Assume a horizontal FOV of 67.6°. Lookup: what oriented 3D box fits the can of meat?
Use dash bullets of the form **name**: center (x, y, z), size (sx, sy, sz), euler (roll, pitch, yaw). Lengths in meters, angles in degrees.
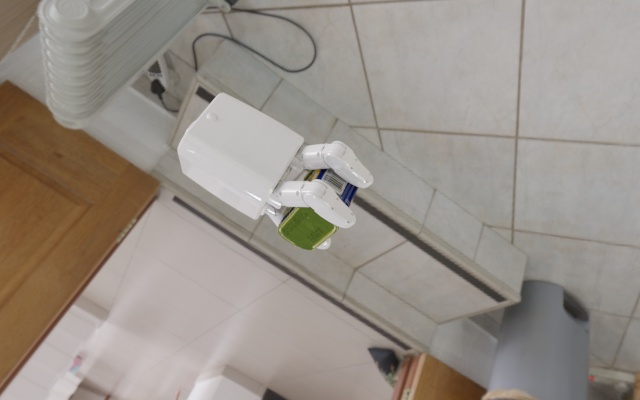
- **can of meat**: center (0.000, 0.002, 0.550), size (0.057, 0.084, 0.102), euler (33, -34, -7)
